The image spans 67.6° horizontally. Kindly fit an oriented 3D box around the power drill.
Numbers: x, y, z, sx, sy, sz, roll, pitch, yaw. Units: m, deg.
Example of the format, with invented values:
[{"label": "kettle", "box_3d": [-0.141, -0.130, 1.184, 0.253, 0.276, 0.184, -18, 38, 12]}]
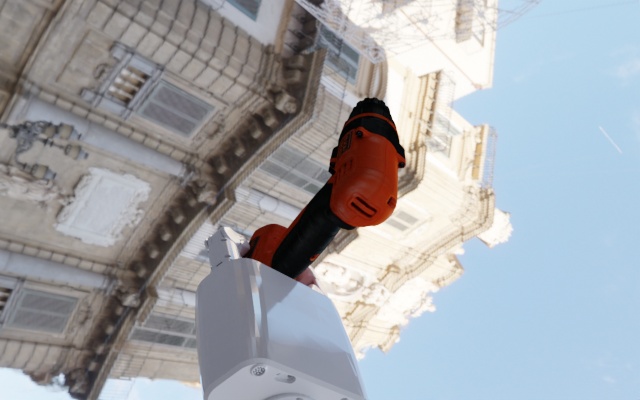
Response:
[{"label": "power drill", "box_3d": [0.000, 0.002, 0.431, 0.057, 0.188, 0.184, 34, 29, -11]}]
